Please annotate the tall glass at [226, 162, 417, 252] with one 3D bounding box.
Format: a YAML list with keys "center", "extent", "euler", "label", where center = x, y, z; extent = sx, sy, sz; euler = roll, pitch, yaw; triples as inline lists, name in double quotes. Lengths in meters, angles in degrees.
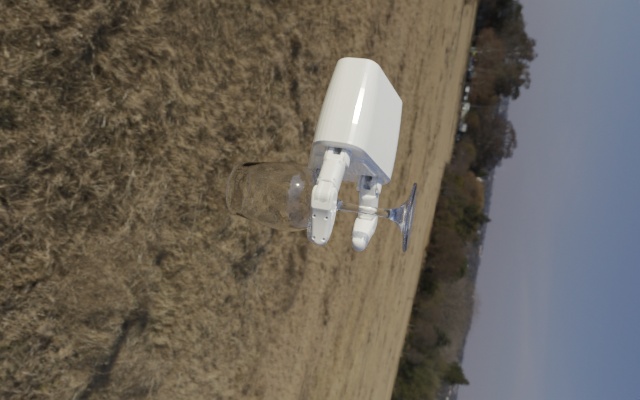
- center: [0.001, 0.002, 0.526]
  extent: [0.201, 0.079, 0.079]
  euler: [9, 2, 15]
  label: "tall glass"
